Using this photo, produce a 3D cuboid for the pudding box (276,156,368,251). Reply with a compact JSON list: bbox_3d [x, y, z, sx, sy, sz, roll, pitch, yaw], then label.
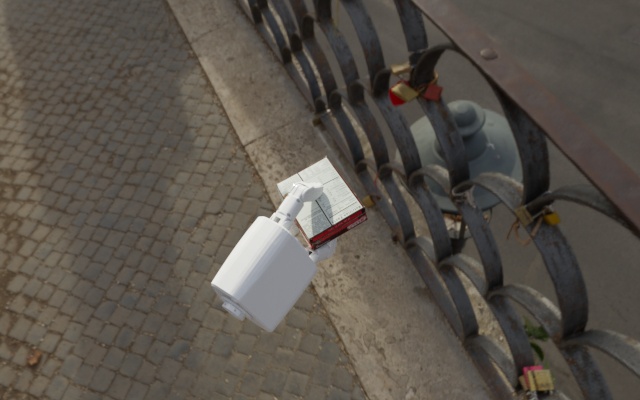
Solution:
[{"bbox_3d":[0.000,0.002,0.674,0.090,0.113,0.039,-29,-32,-7],"label":"pudding box"}]
